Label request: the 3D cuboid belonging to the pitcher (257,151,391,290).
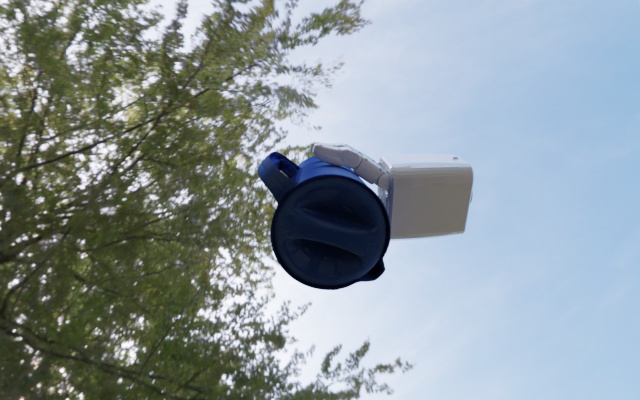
[{"bbox_3d":[0.000,0.002,0.631,0.145,0.149,0.242,-3,14,-2],"label":"pitcher"}]
